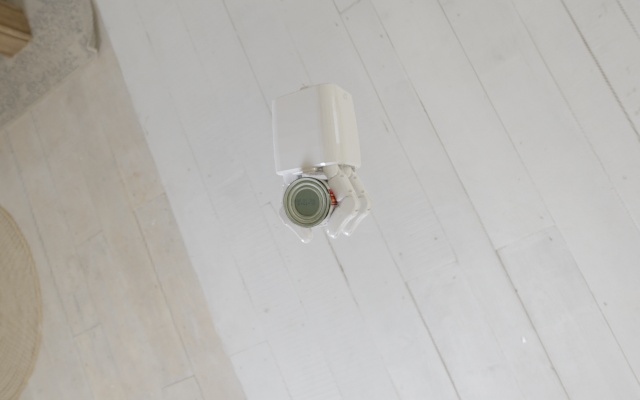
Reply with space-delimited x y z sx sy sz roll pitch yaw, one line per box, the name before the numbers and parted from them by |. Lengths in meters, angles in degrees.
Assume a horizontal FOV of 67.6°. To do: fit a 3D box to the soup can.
soup can | 0.000 0.003 0.654 0.068 0.068 0.102 0 0 22
